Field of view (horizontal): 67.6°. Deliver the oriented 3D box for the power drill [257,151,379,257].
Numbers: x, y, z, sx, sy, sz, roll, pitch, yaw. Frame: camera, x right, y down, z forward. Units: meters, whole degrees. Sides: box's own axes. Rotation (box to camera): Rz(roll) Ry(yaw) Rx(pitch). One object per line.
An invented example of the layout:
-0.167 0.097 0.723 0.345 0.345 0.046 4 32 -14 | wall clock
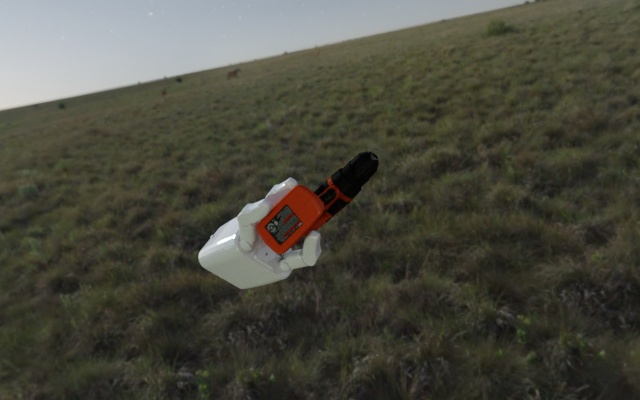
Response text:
0.000 0.003 0.713 0.184 0.057 0.187 -46 -10 23 | power drill
